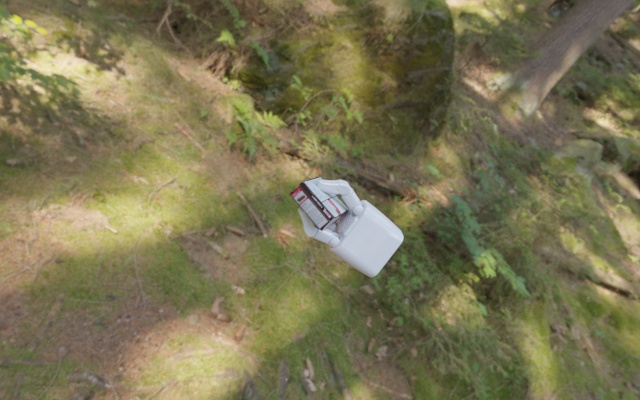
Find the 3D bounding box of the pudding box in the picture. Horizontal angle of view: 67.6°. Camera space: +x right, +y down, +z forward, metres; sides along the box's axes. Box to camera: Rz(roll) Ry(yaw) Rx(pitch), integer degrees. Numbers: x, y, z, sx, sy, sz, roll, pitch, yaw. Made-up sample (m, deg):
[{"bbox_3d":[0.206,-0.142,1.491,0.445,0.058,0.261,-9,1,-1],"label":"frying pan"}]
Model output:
[{"bbox_3d":[0.000,0.003,0.888,0.039,0.090,0.113,-43,-6,16],"label":"pudding box"}]
